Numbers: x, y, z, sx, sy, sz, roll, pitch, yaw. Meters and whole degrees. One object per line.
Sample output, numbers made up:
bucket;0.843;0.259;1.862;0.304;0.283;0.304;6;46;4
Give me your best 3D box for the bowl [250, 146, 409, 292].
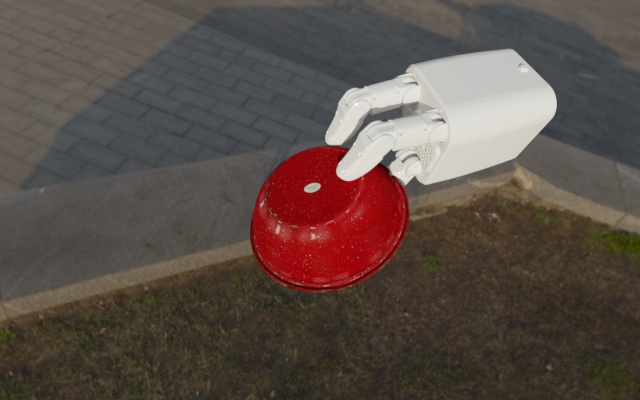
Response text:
bowl;-0.001;0.002;0.450;0.162;0.162;0.055;0;-35;18
